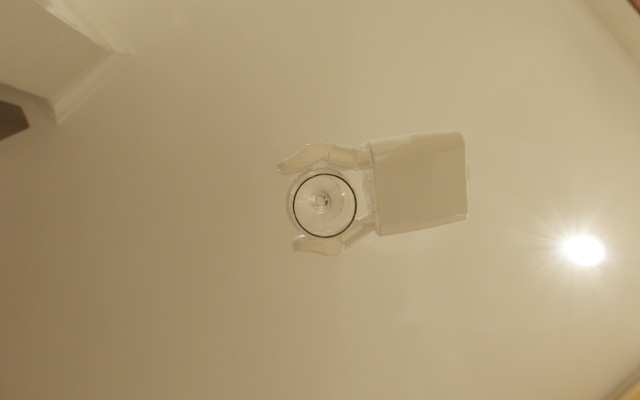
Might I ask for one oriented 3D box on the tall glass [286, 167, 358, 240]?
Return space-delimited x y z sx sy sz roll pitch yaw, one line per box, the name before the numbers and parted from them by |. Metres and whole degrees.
tall glass | 0.000 0.002 0.551 0.079 0.079 0.201 0 2 -2
